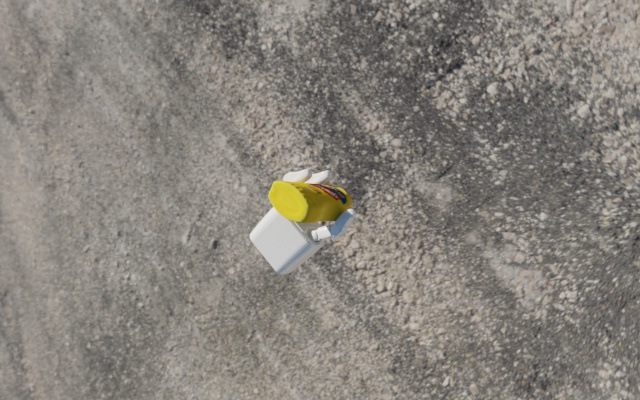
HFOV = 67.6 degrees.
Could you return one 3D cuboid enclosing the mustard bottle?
[{"bbox_3d":[0.000,0.003,0.881,0.096,0.058,0.191,34,19,32],"label":"mustard bottle"}]
